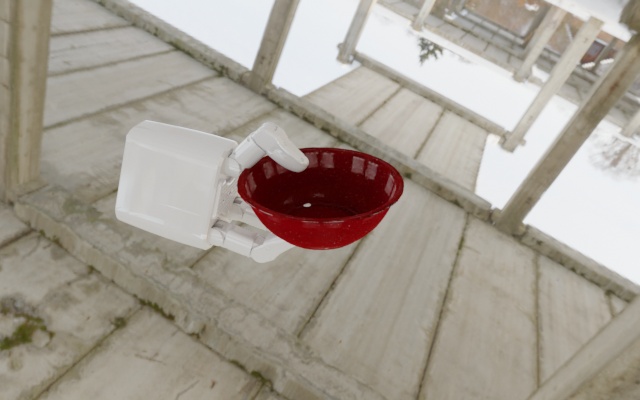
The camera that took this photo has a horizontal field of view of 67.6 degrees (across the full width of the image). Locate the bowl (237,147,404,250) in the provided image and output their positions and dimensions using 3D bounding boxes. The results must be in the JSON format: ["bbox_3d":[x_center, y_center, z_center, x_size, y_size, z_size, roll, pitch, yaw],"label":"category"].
[{"bbox_3d":[0.001,0.002,0.476,0.162,0.055,0.162,0,28,0],"label":"bowl"}]
